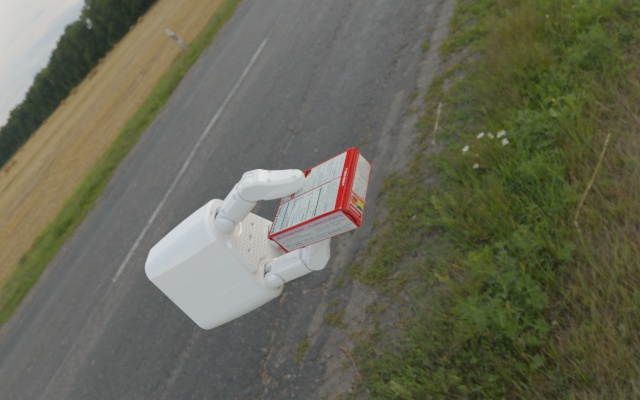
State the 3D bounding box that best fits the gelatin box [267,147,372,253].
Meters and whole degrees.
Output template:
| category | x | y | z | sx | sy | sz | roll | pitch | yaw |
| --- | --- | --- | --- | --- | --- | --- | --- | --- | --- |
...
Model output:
| category | x | y | z | sx | sy | sz | roll | pitch | yaw |
| --- | --- | --- | --- | --- | --- | --- | --- | --- | --- |
| gelatin box | 0.000 | 0.001 | 0.428 | 0.089 | 0.073 | 0.030 | -24 | -53 | 37 |
